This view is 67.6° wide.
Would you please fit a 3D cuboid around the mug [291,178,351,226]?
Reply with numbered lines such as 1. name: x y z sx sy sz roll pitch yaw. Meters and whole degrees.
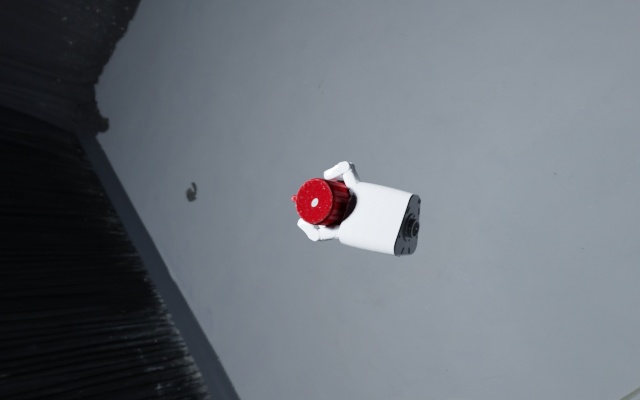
1. mug: -0.001 0.002 0.856 0.117 0.093 0.081 12 1 33
